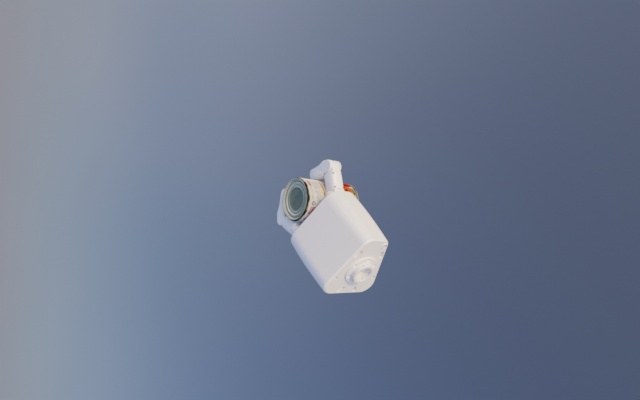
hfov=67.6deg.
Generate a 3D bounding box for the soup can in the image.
[{"bbox_3d":[0.000,0.002,0.749,0.102,0.068,0.068,6,-4,-38],"label":"soup can"}]
